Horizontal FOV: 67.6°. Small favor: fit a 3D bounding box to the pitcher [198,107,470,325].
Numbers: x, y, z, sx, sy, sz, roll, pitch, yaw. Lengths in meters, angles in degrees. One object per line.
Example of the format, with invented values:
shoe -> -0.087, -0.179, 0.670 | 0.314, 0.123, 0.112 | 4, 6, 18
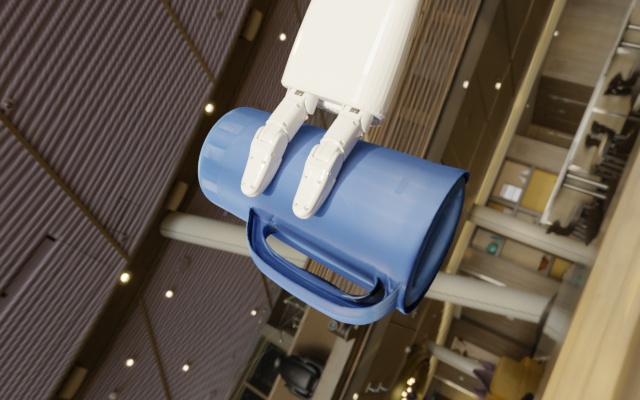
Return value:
pitcher -> 0.000, 0.001, 0.447 | 0.243, 0.145, 0.149 | 23, 7, 24
